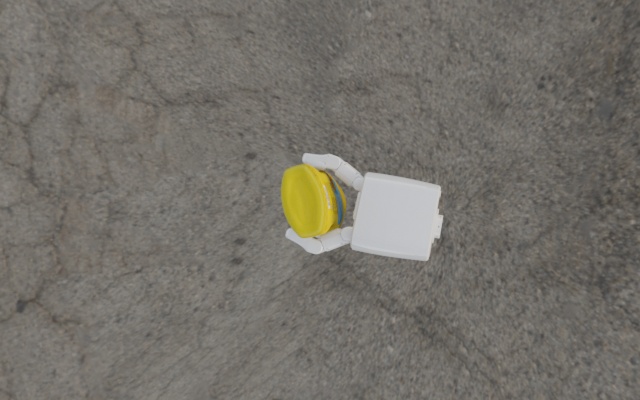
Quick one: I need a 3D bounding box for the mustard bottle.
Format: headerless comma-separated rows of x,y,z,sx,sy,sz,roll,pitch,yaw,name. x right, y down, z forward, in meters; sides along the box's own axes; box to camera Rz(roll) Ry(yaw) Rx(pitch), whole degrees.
0.000,0.002,0.706,0.058,0.096,0.191,-16,-5,14,mustard bottle
